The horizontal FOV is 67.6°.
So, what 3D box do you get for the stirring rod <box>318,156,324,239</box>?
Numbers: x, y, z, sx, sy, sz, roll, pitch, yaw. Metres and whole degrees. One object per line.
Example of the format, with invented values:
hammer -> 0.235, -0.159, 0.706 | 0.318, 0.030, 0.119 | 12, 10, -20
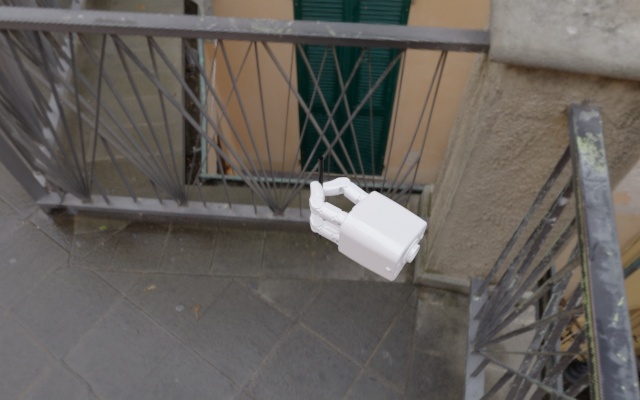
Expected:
stirring rod -> 0.000, 0.003, 0.850 | 0.011, 0.011, 0.240 | 0, -35, 0
